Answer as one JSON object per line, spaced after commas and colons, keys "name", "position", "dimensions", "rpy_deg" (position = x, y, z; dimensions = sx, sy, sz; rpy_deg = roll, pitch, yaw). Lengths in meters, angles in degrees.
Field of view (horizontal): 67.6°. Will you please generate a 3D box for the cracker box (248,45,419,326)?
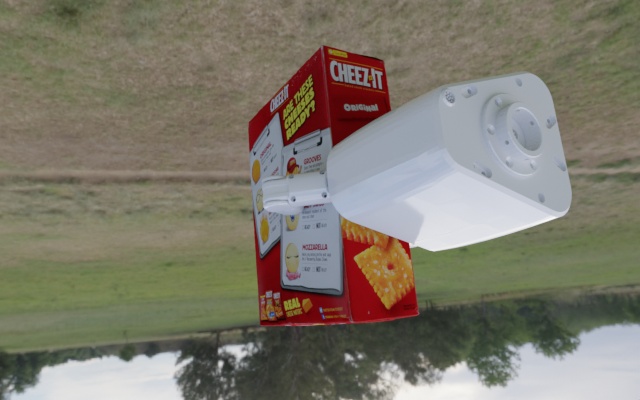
{"name": "cracker box", "position": [0.000, 0.002, 0.430], "dimensions": [0.072, 0.213, 0.164], "rpy_deg": [3, -15, -30]}
